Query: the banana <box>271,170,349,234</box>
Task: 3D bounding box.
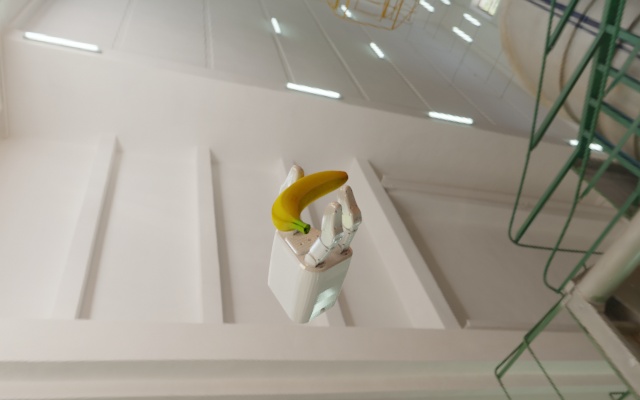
[{"bbox_3d":[-0.019,-0.001,0.636,0.069,0.037,0.197,14,27,12],"label":"banana"}]
